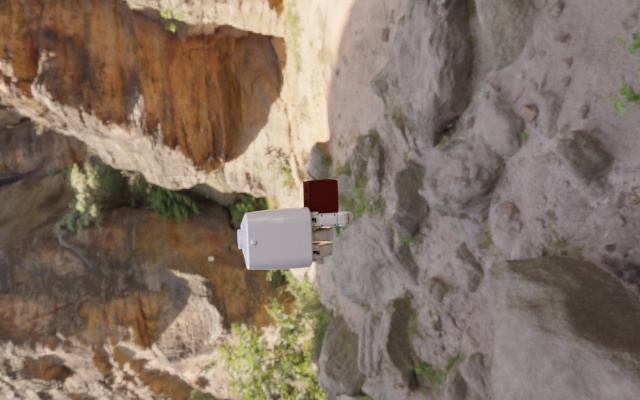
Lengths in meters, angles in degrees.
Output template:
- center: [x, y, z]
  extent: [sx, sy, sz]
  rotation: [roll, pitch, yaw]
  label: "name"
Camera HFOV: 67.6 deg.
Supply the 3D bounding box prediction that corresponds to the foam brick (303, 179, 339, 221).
- center: [0.000, 0.002, 0.823]
  extent: [0.051, 0.078, 0.053]
  rotation: [-3, 4, -13]
  label: "foam brick"
